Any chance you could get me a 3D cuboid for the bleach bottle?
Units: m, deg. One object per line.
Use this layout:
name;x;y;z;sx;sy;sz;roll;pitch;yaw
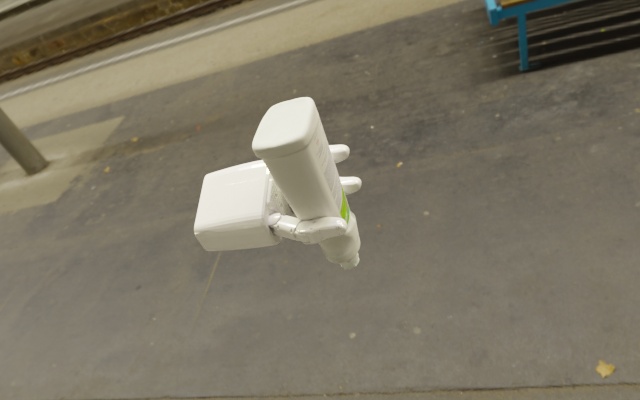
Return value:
bleach bottle;0.000;0.002;0.604;0.068;0.251;0.102;-10;39;18
